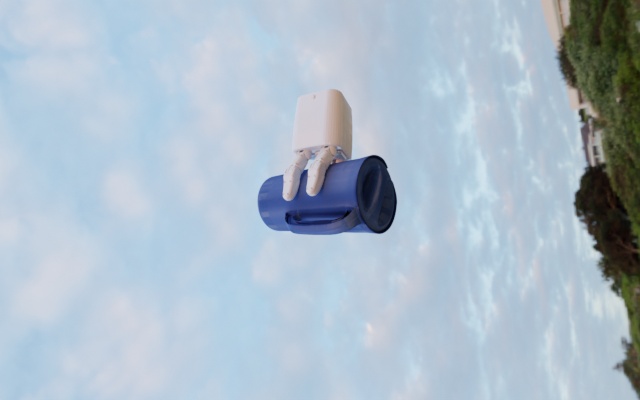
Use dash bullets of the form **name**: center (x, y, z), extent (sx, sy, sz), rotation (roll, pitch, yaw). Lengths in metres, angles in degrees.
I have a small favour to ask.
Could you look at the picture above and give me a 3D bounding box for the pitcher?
- **pitcher**: center (0.000, 0.003, 0.856), extent (0.243, 0.145, 0.149), rotation (-6, -16, 37)
